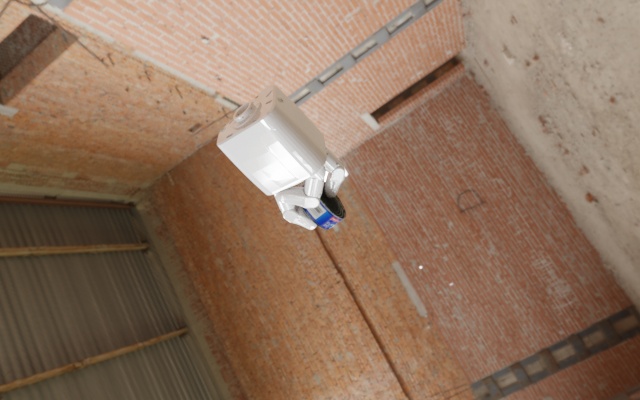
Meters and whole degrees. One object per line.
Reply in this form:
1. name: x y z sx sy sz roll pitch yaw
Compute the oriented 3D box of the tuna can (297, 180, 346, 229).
1. tuna can: 0.000 0.003 0.745 0.034 0.086 0.086 -38 -13 18
